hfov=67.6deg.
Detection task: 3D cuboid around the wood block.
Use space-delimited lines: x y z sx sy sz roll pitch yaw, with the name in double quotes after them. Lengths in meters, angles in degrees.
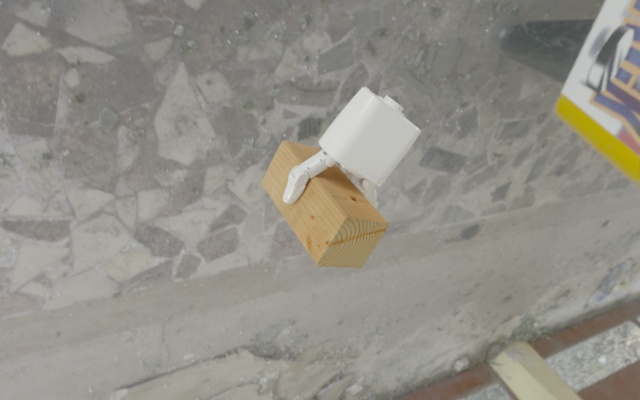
0.000 0.002 0.747 0.091 0.090 0.206 9 30 -40 "wood block"
